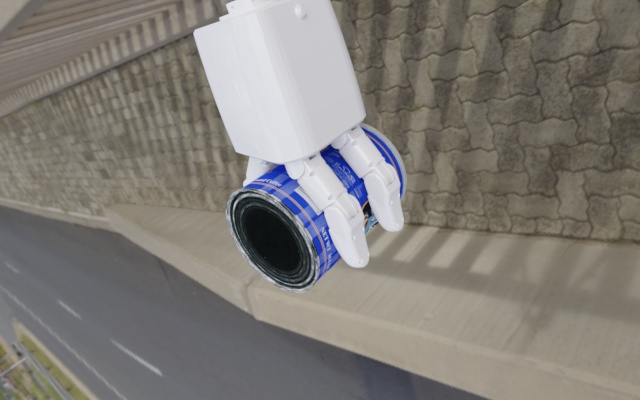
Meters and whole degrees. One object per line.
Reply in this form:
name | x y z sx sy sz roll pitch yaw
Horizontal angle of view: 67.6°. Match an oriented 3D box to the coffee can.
coffee can | 0.000 0.002 0.439 0.103 0.103 0.140 0 29 44
